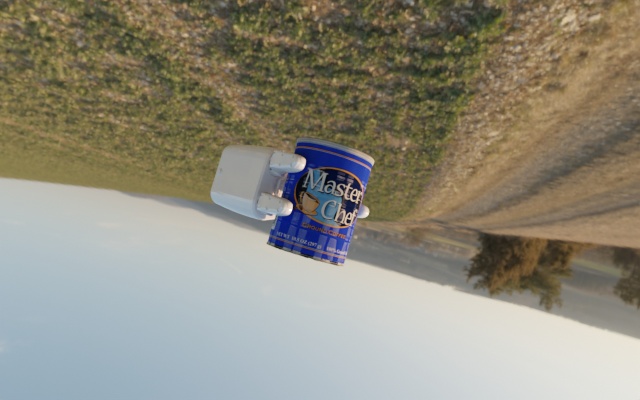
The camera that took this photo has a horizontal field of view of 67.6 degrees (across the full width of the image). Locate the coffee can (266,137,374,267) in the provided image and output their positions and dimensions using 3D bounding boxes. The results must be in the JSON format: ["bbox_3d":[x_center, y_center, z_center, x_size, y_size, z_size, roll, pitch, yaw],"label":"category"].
[{"bbox_3d":[0.000,0.002,0.608,0.103,0.140,0.103,16,-4,1],"label":"coffee can"}]
